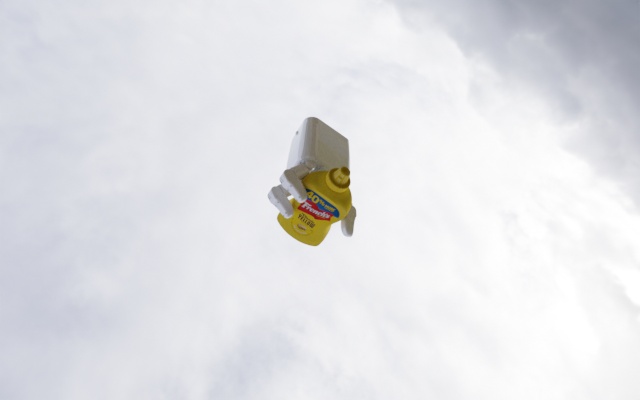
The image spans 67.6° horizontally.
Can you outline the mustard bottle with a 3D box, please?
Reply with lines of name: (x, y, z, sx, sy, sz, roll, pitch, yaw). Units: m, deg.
mustard bottle: (0.000, 0.003, 0.820, 0.096, 0.058, 0.192, 37, -42, -2)
